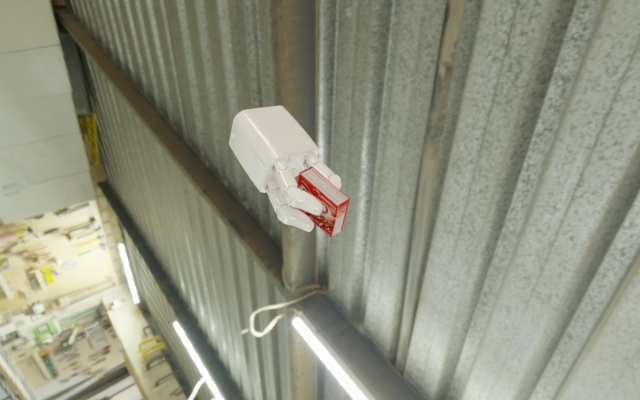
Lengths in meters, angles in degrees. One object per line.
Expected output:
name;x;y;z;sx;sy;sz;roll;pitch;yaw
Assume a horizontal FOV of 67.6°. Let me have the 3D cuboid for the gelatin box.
gelatin box;0.001;0.002;0.734;0.030;0.073;0.089;-31;60;-33
